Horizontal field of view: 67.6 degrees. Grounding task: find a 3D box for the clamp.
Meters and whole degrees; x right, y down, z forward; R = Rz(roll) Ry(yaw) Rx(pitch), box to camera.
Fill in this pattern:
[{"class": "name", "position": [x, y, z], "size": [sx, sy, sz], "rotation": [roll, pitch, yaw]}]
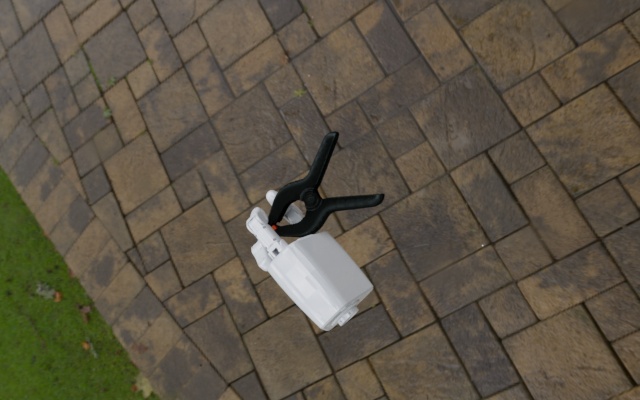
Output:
[{"class": "clamp", "position": [0.000, 0.002, 0.660], "size": [0.120, 0.171, 0.039], "rotation": [47, 10, 17]}]
